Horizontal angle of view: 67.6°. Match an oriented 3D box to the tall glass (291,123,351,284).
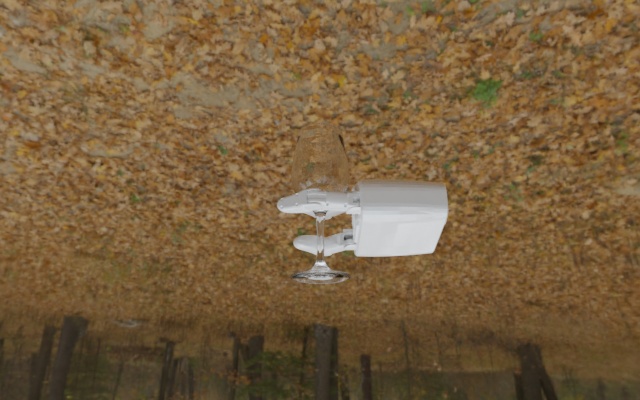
[{"bbox_3d":[0.000,0.003,0.622,0.079,0.201,0.079,0,-20,0],"label":"tall glass"}]
